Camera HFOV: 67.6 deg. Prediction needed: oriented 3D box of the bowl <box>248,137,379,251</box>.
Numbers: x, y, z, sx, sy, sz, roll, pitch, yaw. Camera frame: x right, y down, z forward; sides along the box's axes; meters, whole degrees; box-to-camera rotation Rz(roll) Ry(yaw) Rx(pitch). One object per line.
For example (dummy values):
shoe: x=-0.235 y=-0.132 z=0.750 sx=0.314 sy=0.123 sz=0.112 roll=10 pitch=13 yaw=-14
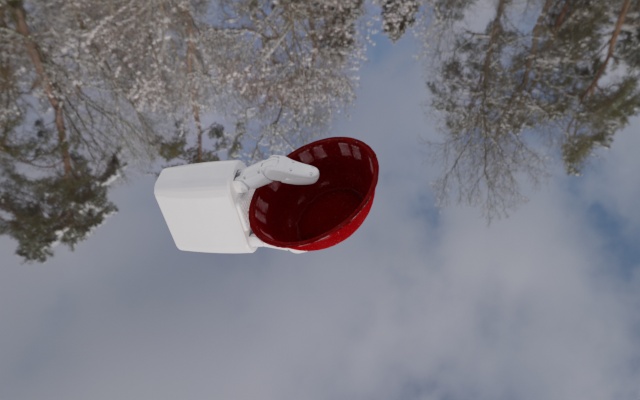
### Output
bowl: x=0.001 y=0.002 z=0.547 sx=0.162 sy=0.162 sz=0.055 roll=0 pitch=-39 yaw=34
